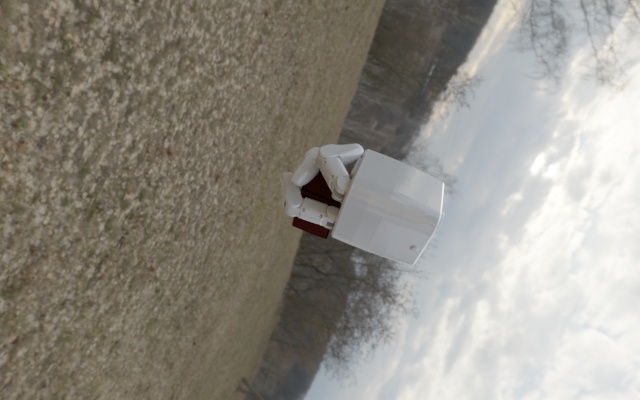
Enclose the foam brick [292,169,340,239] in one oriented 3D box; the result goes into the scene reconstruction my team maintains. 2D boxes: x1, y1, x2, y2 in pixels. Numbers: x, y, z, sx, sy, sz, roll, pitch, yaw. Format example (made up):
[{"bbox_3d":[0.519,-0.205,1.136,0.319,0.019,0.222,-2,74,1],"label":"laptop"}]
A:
[{"bbox_3d":[0.000,0.002,0.618,0.051,0.053,0.078,21,-40,3],"label":"foam brick"}]
